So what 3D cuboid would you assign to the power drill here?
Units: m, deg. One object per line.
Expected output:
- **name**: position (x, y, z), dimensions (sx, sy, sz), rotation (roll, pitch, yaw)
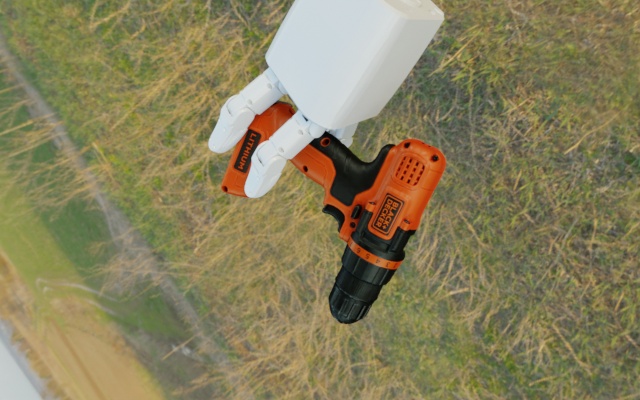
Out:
- **power drill**: position (0.000, 0.001, 0.453), dimensions (0.187, 0.184, 0.057), rotation (29, 14, 16)
